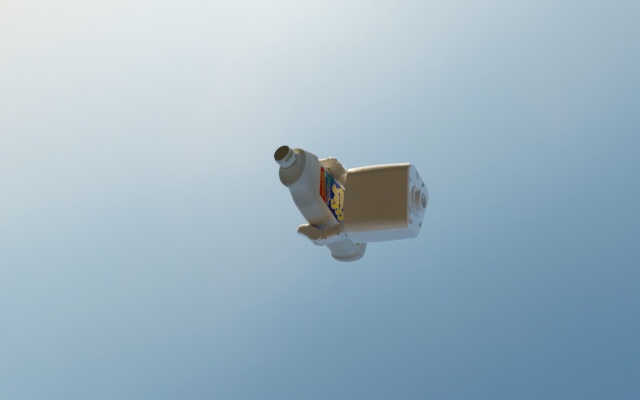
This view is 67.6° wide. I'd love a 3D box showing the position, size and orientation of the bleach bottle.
[{"bbox_3d":[0.000,0.003,0.792,0.068,0.102,0.251,-6,-35,31],"label":"bleach bottle"}]
